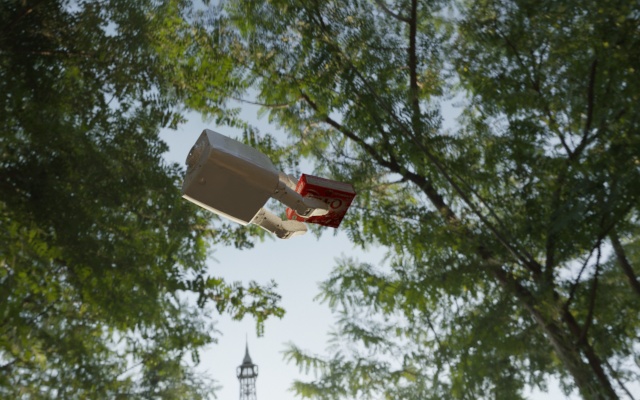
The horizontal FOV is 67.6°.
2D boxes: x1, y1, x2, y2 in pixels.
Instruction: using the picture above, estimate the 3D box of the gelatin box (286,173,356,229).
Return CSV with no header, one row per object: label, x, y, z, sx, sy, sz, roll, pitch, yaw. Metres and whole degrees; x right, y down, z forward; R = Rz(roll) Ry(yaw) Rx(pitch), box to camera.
gelatin box,0.000,0.002,0.745,0.089,0.073,0.030,12,34,-23
